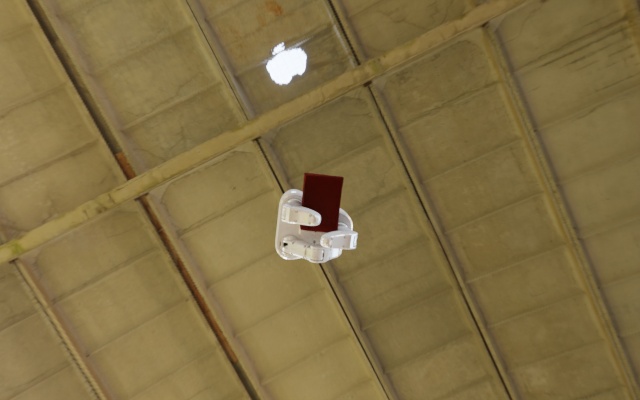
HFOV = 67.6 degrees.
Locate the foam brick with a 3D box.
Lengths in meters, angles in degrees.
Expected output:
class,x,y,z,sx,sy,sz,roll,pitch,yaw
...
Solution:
class,x,y,z,sx,sy,sz,roll,pitch,yaw
foam brick,0.000,0.002,0.659,0.053,0.078,0.051,6,6,-4
